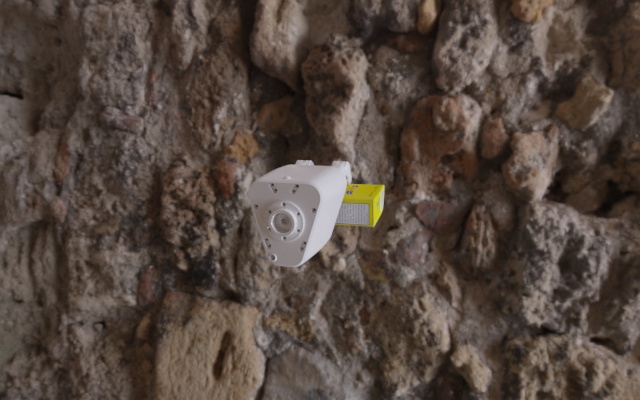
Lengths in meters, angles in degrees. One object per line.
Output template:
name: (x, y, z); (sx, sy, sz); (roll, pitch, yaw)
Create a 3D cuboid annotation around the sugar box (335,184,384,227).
sugar box: (0.000, 0.002, 0.704); (0.176, 0.048, 0.093); (5, 16, 15)
